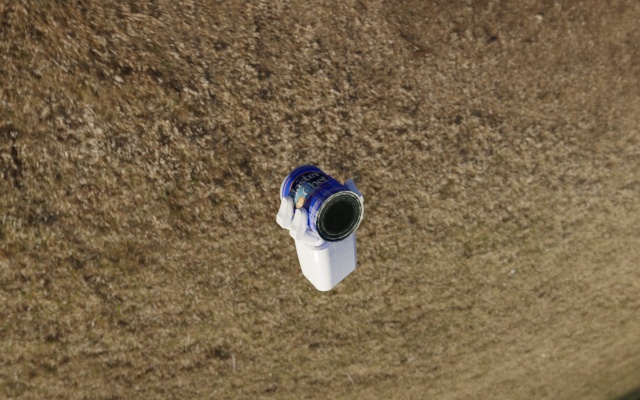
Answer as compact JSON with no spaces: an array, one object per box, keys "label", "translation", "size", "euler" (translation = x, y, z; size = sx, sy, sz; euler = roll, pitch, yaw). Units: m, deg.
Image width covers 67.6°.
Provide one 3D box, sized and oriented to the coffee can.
[{"label":"coffee can","translation":[0.000,0.003,0.899],"size":[0.103,0.103,0.140],"euler":[0,23,-33]}]
